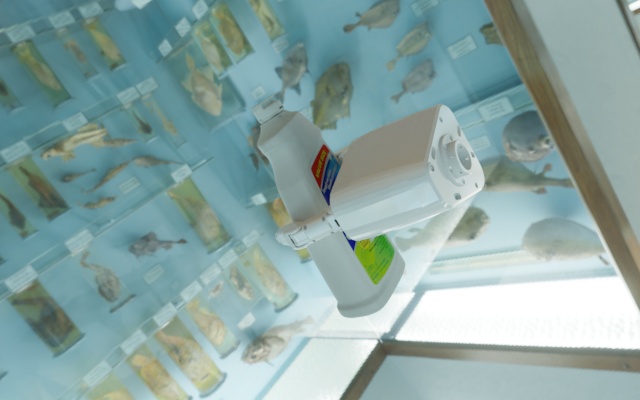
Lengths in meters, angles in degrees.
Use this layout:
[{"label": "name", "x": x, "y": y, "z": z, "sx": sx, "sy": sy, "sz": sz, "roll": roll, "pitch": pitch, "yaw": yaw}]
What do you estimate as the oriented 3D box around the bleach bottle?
[{"label": "bleach bottle", "x": 0.000, "y": 0.002, "z": 0.529, "sx": 0.068, "sy": 0.251, "sz": 0.102, "roll": -21, "pitch": 17, "yaw": 40}]
